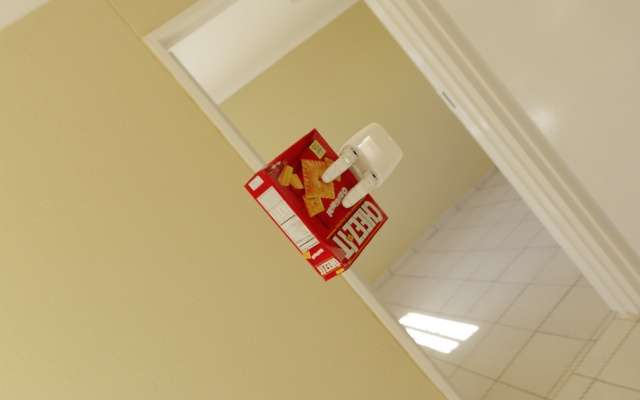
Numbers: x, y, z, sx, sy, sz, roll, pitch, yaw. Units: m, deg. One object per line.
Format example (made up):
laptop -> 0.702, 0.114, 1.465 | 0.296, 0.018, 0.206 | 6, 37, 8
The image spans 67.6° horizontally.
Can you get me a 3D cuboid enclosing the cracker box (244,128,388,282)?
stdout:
cracker box -> 0.000, 0.003, 0.824 | 0.072, 0.214, 0.164 | -36, 7, 46
